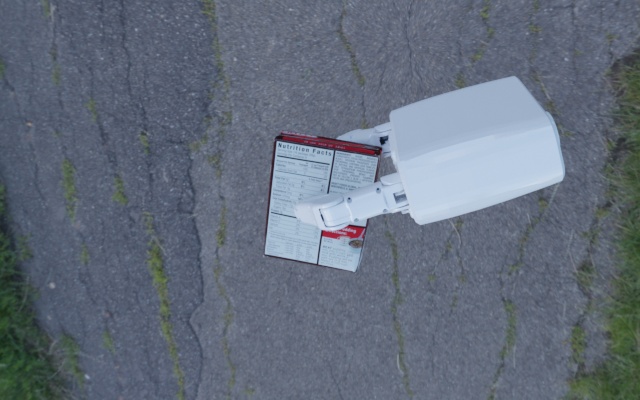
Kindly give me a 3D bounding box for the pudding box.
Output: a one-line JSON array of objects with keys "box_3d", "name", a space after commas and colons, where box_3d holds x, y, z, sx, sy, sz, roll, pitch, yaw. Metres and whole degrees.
[{"box_3d": [0.000, 0.001, 0.417, 0.090, 0.113, 0.039, 11, 19, 6], "name": "pudding box"}]
